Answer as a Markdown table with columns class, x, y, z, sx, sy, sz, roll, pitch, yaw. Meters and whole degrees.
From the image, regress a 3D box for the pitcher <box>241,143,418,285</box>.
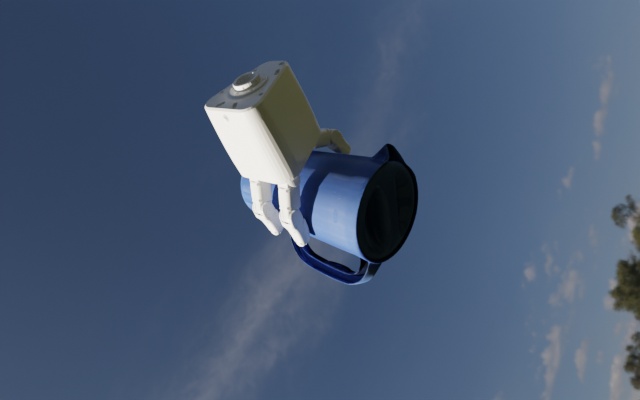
| class | x | y | z | sx | sy | sz | roll | pitch | yaw |
| --- | --- | --- | --- | --- | --- | --- | --- | --- | --- |
| pitcher | 0.000 | 0.002 | 0.668 | 0.243 | 0.145 | 0.149 | 15 | 54 | 41 |
